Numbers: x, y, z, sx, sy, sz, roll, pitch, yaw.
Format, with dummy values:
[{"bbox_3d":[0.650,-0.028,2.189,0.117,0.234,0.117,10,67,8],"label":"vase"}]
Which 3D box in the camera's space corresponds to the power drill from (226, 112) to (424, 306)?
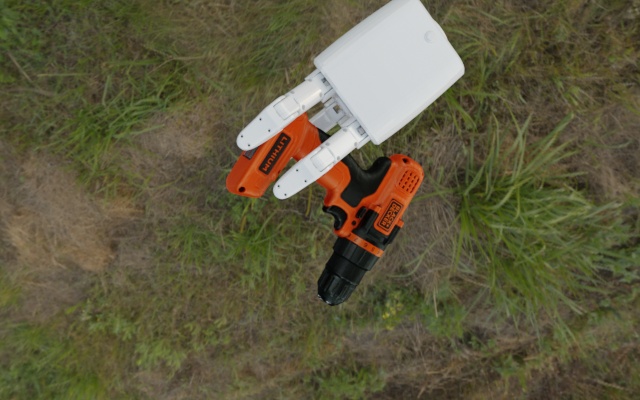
[{"bbox_3d":[0.000,0.001,0.500,0.188,0.184,0.057,32,-3,-26],"label":"power drill"}]
